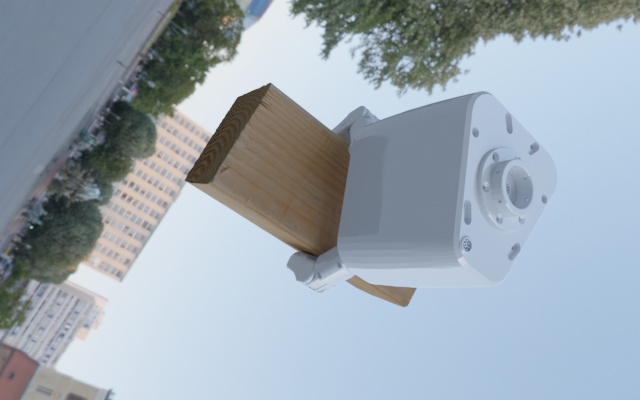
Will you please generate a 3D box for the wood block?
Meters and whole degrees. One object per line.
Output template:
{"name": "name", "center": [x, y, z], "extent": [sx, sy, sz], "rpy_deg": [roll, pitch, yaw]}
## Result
{"name": "wood block", "center": [0.000, 0.002, 0.420], "extent": [0.206, 0.091, 0.090], "rpy_deg": [35, -12, -25]}
